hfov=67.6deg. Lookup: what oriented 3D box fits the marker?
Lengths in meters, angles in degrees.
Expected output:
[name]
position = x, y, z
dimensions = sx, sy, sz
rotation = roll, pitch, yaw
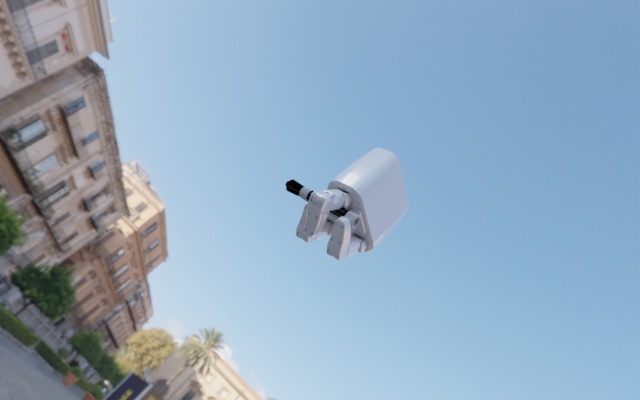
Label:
[marker]
position = 0.000, 0.002, 0.645
dimensions = 0.121, 0.020, 0.020
rotation = 29, 14, 28
